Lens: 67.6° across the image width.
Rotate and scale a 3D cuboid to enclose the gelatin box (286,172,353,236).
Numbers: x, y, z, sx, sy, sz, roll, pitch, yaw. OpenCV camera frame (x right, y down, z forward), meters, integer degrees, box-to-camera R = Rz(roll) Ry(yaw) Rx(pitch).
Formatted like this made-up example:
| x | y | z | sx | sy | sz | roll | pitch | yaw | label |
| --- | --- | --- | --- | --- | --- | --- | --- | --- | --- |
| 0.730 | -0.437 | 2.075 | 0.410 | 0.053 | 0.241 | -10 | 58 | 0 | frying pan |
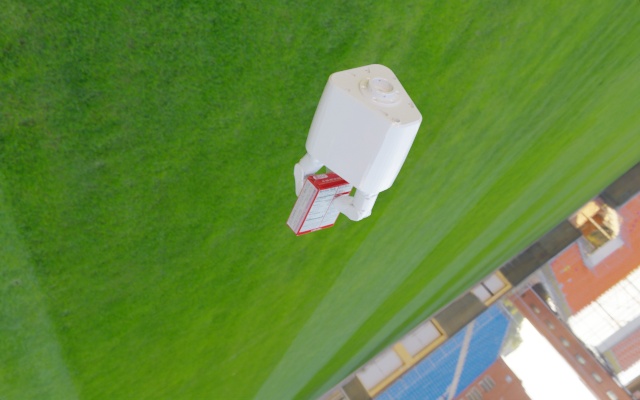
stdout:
| x | y | z | sx | sy | sz | roll | pitch | yaw | label |
| --- | --- | --- | --- | --- | --- | --- | --- | --- | --- |
| 0.000 | 0.003 | 0.664 | 0.073 | 0.089 | 0.030 | -13 | 49 | -44 | gelatin box |
